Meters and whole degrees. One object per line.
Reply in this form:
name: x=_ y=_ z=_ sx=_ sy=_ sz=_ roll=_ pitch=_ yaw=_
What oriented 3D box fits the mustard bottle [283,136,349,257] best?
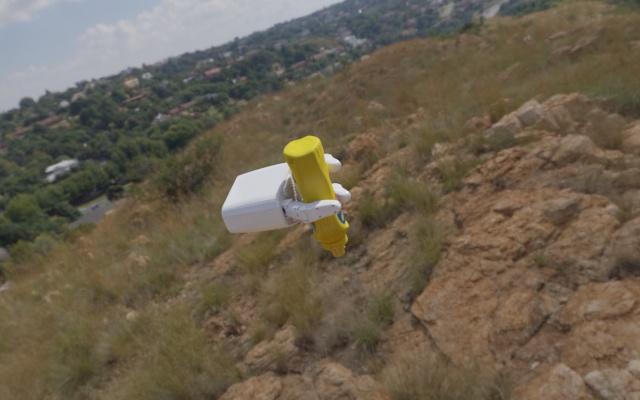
mustard bottle: x=0.000 y=0.002 z=0.732 sx=0.058 sy=0.192 sz=0.096 roll=-19 pitch=20 yaw=0
